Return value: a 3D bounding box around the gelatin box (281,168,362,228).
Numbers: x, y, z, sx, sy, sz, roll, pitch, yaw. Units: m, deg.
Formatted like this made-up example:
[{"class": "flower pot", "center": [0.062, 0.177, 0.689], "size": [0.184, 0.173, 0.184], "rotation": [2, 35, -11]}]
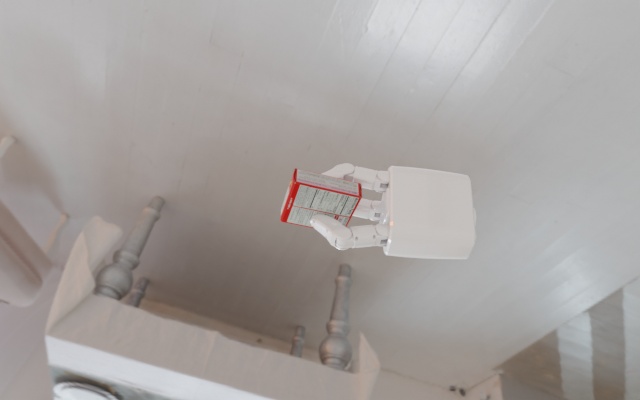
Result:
[{"class": "gelatin box", "center": [0.000, 0.002, 0.610], "size": [0.089, 0.030, 0.073], "rotation": [12, -46, -12]}]
